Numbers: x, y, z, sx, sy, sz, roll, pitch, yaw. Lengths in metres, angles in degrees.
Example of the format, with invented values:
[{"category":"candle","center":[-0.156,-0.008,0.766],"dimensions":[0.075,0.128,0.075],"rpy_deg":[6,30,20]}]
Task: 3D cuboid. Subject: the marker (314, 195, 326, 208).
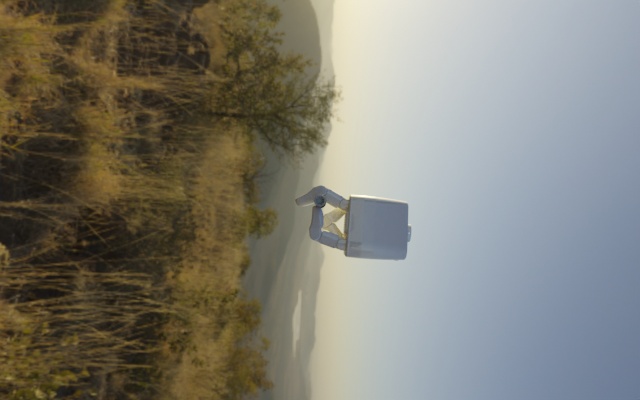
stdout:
[{"category":"marker","center":[0.000,0.003,0.811],"dimensions":[0.020,0.020,0.121],"rpy_deg":[0,-2,1]}]
